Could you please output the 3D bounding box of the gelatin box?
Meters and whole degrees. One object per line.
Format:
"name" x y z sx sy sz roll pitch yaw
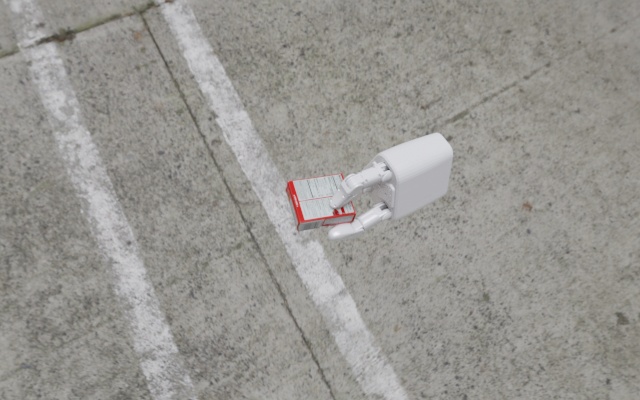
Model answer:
"gelatin box" 0.000 0.002 0.707 0.089 0.073 0.030 -9 -30 -17
